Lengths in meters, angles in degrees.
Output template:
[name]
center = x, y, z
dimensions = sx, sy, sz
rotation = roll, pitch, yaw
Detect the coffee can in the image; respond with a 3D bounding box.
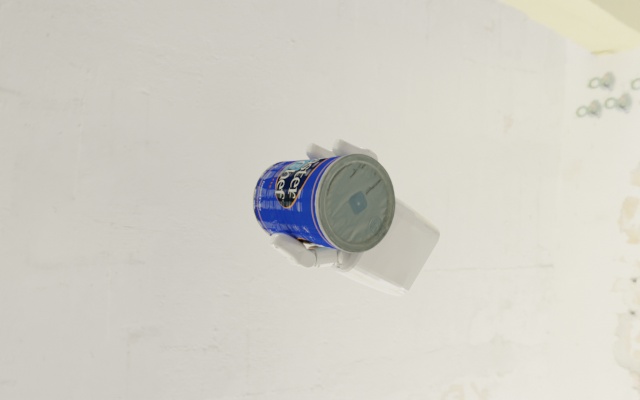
[coffee can]
center = 0.000, 0.002, 0.546
dimensions = 0.103, 0.103, 0.140
rotation = 0, 1, -35
